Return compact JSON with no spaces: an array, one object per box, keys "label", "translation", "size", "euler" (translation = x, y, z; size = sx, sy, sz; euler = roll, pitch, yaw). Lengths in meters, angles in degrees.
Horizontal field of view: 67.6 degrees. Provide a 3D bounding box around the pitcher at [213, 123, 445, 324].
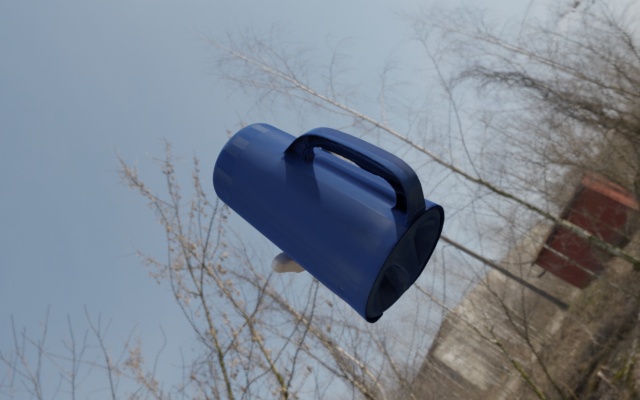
[{"label":"pitcher","translation":[0.000,0.002,0.510],"size":[0.242,0.149,0.145],"euler":[32,4,27]}]
